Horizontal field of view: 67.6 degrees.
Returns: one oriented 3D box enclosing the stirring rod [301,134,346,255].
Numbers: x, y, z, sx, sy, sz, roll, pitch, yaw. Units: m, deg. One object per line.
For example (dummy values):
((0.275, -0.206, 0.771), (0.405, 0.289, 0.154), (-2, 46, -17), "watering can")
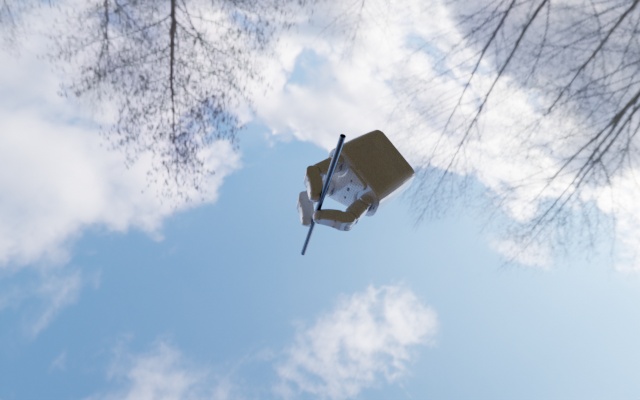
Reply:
((0.000, 0.002, 0.667), (0.011, 0.011, 0.240), (0, -42, -18), "stirring rod")
